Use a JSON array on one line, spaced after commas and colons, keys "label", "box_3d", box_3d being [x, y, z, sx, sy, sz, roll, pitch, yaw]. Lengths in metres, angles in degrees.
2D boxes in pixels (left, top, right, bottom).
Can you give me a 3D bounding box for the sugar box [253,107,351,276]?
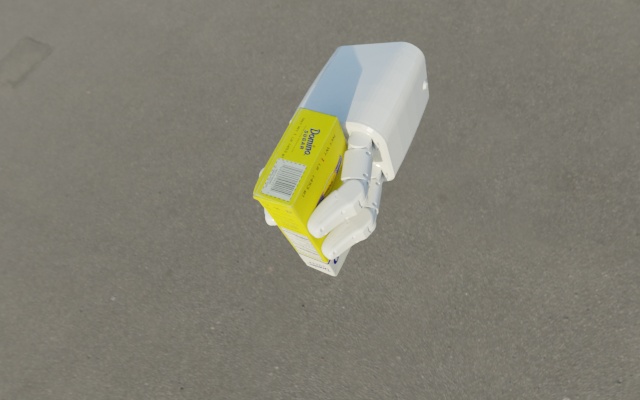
[{"label": "sugar box", "box_3d": [0.001, 0.002, 0.468, 0.048, 0.093, 0.176, 18, -20, 25]}]
